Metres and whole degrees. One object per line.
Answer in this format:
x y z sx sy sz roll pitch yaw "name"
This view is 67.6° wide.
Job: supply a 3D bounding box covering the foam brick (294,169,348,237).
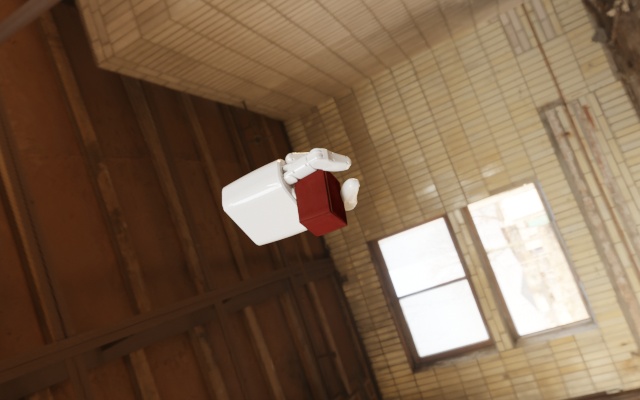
0.000 0.002 0.676 0.051 0.078 0.053 -22 -35 19 "foam brick"
